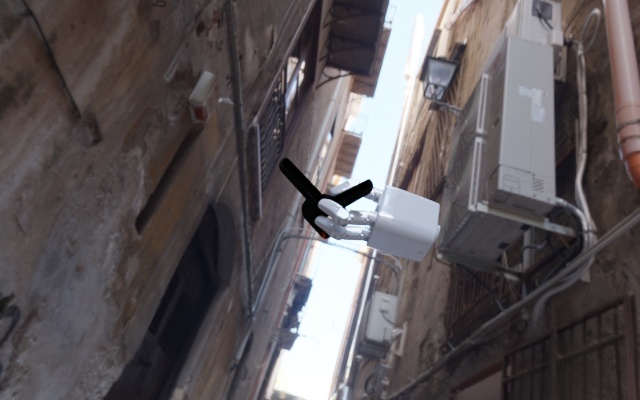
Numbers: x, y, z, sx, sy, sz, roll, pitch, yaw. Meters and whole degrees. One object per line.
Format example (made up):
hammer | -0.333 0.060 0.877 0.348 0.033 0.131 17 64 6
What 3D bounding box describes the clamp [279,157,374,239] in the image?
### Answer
clamp | 0.001 0.003 0.873 0.164 0.036 0.210 20 -32 6
